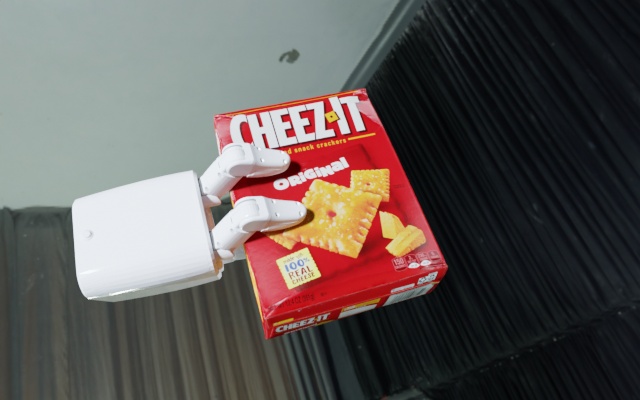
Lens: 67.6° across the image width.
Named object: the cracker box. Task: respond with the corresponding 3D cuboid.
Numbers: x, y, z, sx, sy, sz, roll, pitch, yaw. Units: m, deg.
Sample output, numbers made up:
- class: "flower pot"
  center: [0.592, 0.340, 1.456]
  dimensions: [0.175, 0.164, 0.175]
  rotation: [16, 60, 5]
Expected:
- class: "cracker box"
  center: [0.000, 0.002, 0.456]
  dimensions: [0.164, 0.213, 0.072]
  rotation: [-13, -28, -13]
